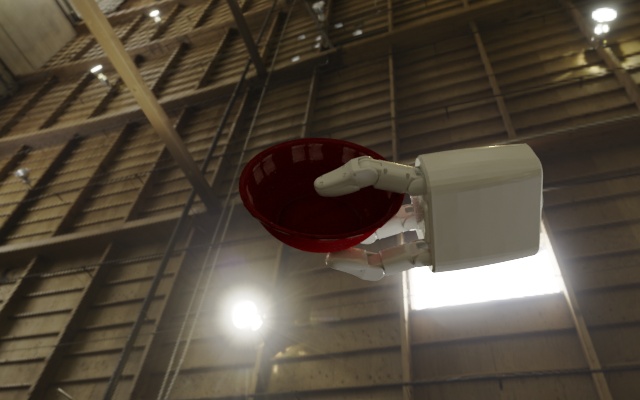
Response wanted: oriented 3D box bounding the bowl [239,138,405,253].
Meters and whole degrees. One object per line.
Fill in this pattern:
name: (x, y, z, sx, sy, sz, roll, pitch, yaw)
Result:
bowl: (-0.001, 0.002, 0.483, 0.162, 0.055, 0.162, 2, 40, -2)
